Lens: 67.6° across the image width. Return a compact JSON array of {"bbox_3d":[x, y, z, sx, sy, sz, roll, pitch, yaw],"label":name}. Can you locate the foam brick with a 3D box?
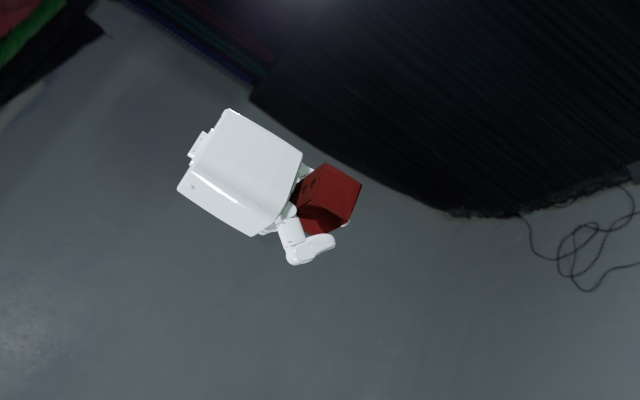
[{"bbox_3d":[0.000,0.002,0.546,0.051,0.053,0.078,32,-31,-17],"label":"foam brick"}]
